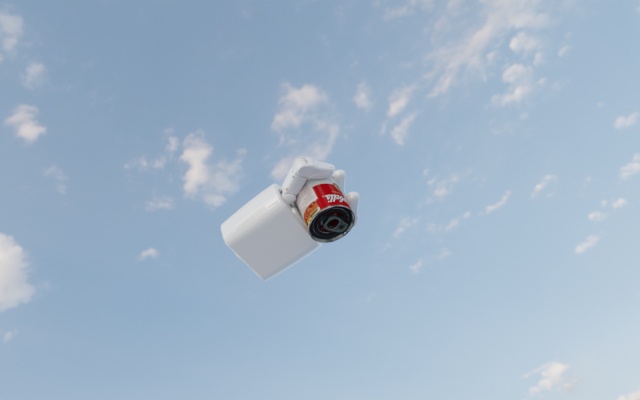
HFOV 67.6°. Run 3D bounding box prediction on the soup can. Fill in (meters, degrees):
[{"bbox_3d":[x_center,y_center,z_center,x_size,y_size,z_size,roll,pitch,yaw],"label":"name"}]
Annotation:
[{"bbox_3d":[0.000,0.002,0.690,0.068,0.068,0.102,0,39,-24],"label":"soup can"}]
